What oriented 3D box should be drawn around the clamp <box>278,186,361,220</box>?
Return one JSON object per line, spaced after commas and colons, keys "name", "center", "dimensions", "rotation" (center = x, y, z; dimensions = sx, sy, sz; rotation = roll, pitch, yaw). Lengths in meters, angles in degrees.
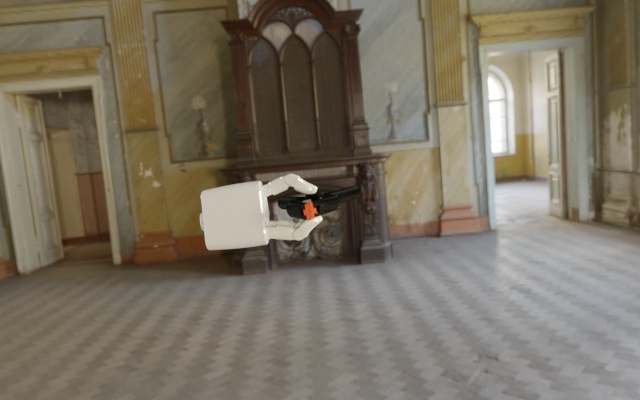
{"name": "clamp", "center": [0.000, 0.002, 0.858], "dimensions": [0.164, 0.036, 0.210], "rotation": [-10, 6, -1]}
